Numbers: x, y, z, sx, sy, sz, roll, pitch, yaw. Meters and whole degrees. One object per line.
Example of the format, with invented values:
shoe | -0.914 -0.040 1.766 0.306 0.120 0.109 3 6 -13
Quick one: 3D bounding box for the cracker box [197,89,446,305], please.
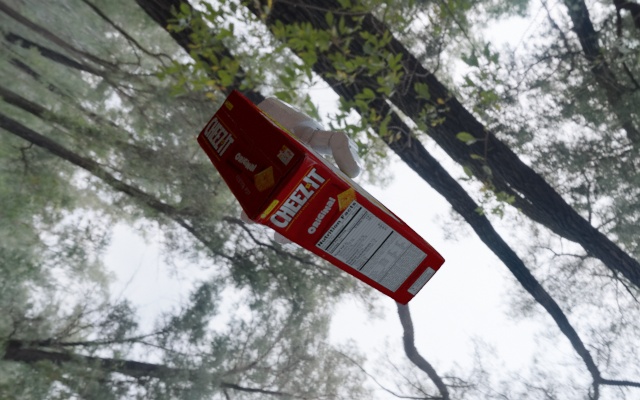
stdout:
cracker box | 0.000 0.001 0.463 0.214 0.072 0.164 34 7 -40
